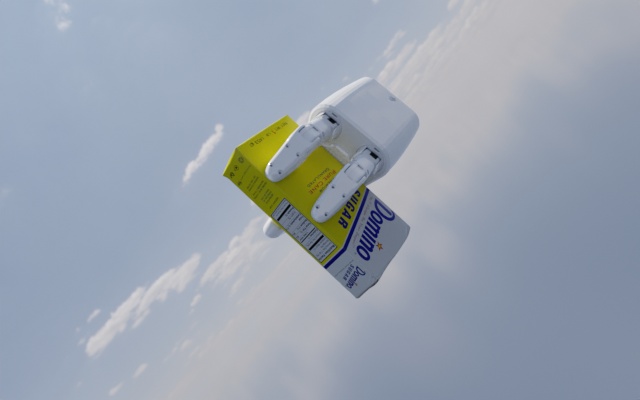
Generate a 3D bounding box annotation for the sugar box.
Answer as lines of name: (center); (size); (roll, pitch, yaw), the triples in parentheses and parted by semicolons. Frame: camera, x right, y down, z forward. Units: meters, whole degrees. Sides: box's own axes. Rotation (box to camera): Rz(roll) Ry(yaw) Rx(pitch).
sugar box: (0.000, 0.001, 0.468); (0.093, 0.176, 0.048); (-46, -5, -47)
